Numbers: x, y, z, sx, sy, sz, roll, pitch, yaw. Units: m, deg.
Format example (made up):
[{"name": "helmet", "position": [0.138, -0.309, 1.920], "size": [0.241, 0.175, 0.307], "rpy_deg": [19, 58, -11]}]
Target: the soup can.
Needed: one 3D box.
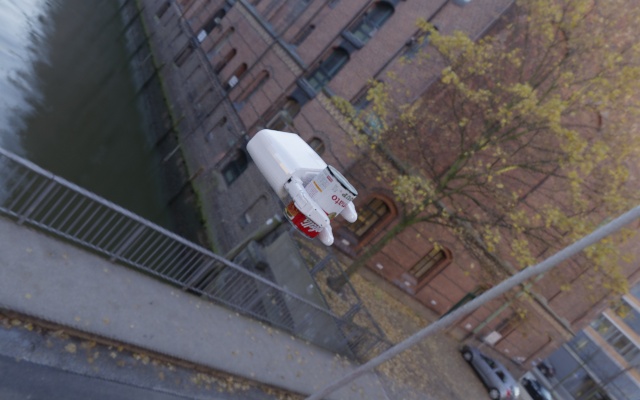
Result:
[{"name": "soup can", "position": [0.001, 0.003, 0.756], "size": [0.102, 0.068, 0.068], "rpy_deg": [-45, -11, 11]}]
